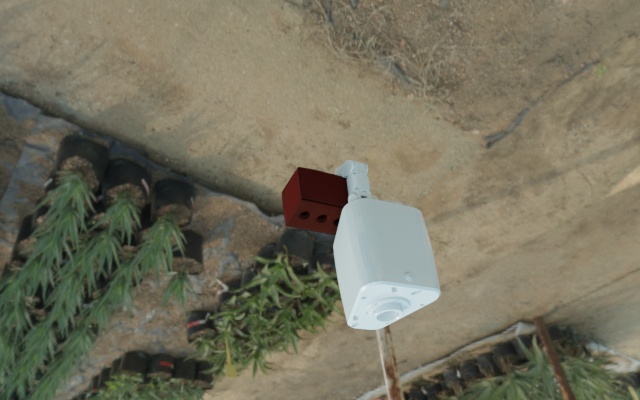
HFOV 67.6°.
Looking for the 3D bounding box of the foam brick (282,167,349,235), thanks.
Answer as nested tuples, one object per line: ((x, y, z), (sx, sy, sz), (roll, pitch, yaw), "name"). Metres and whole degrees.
((0.000, 0.002, 0.565), (0.078, 0.051, 0.053), (11, -41, -22), "foam brick")
